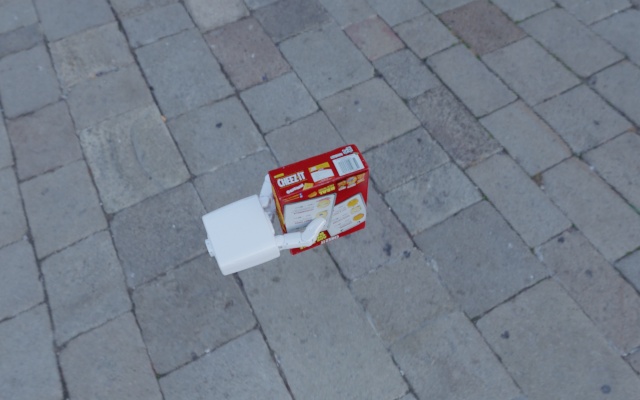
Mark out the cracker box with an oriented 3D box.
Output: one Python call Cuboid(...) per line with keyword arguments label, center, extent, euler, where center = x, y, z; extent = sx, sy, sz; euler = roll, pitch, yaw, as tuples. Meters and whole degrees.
Cuboid(label="cracker box", center=(0.000, 0.003, 0.893), extent=(0.164, 0.072, 0.214), euler=(-20, -31, -9))
